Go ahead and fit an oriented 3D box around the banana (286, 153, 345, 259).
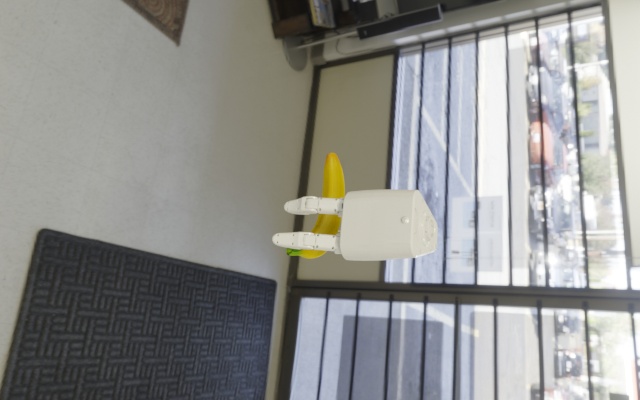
[{"bbox_3d":[0.008,0.016,0.750,0.037,0.197,0.070,-4,-39,34],"label":"banana"}]
